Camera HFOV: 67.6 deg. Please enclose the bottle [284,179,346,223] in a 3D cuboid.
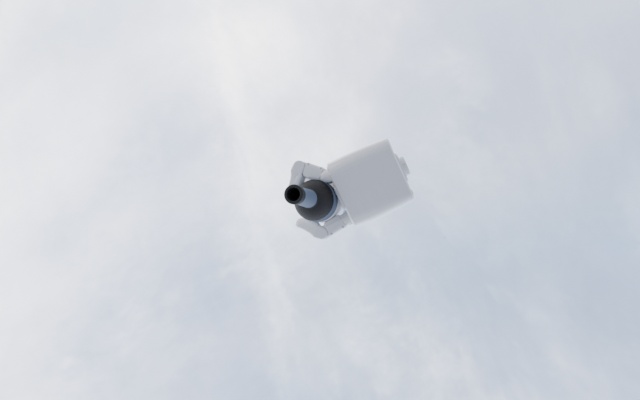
[{"bbox_3d":[0.000,0.003,0.788,0.069,0.069,0.296,0,-4,15],"label":"bottle"}]
